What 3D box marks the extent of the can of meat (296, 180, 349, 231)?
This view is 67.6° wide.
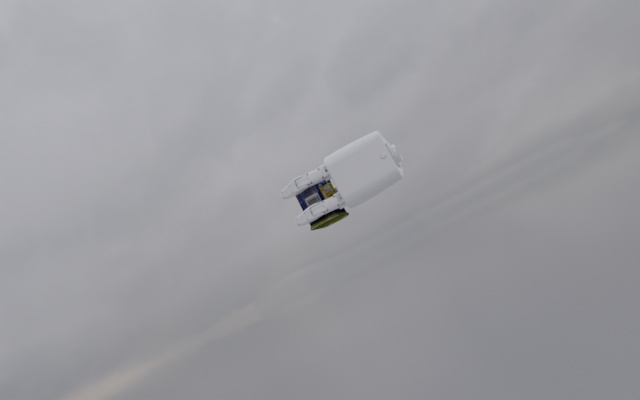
[{"bbox_3d":[0.000,0.003,0.869,0.057,0.084,0.102,-29,-8,18],"label":"can of meat"}]
